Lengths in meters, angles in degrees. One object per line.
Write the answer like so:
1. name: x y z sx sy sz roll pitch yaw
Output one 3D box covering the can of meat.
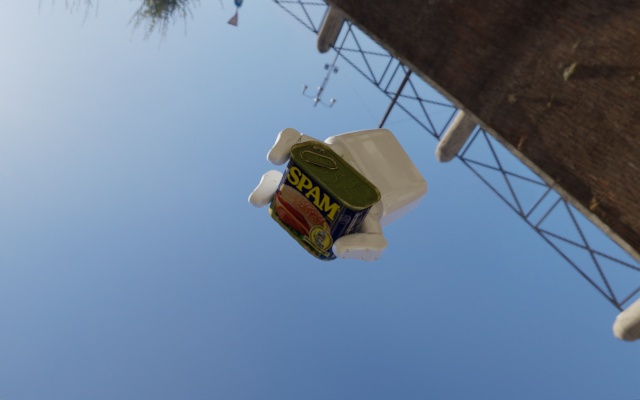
1. can of meat: 0.000 0.002 0.502 0.102 0.084 0.057 42 38 21
